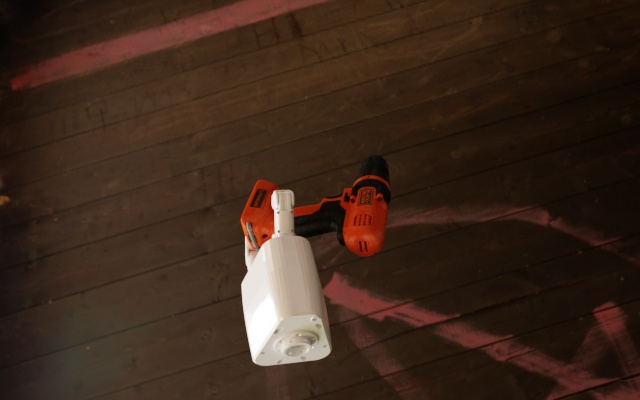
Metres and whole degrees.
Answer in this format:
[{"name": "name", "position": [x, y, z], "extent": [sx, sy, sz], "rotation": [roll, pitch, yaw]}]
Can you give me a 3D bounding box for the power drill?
[{"name": "power drill", "position": [0.000, 0.002, 0.641], "extent": [0.187, 0.057, 0.184], "rotation": [-5, 35, 15]}]
